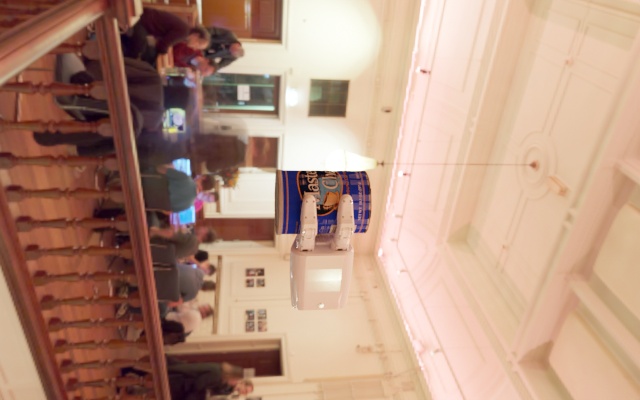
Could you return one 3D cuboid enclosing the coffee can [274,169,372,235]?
[{"bbox_3d":[0.000,0.002,0.754,0.140,0.103,0.103,0,0,-9],"label":"coffee can"}]
